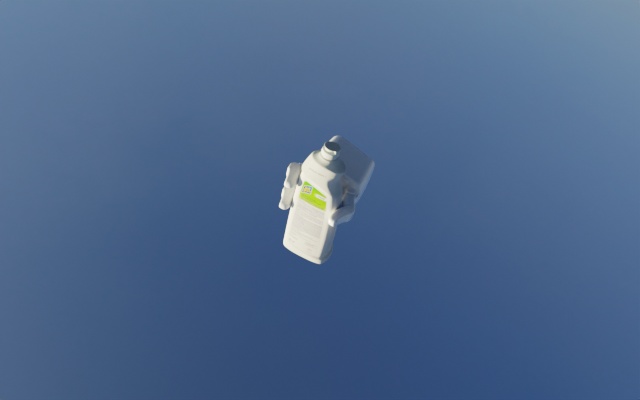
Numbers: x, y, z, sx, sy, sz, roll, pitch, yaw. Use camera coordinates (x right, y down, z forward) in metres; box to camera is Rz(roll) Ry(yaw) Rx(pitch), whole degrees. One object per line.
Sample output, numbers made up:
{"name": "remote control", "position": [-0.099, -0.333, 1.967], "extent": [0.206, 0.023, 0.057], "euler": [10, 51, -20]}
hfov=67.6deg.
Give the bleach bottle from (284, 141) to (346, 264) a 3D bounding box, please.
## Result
{"name": "bleach bottle", "position": [0.000, 0.003, 0.887], "extent": [0.102, 0.251, 0.068], "euler": [25, 41, 9]}
